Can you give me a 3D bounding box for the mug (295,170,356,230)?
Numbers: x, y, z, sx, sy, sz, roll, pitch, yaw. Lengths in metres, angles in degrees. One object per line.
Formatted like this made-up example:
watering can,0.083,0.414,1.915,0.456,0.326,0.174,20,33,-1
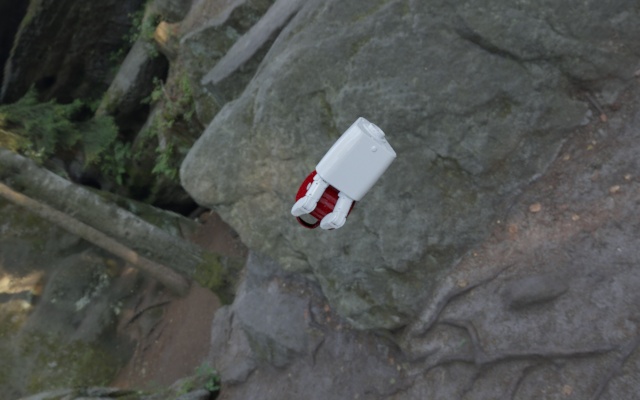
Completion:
mug,-0.001,0.004,0.889,0.081,0.117,0.093,34,23,-20
